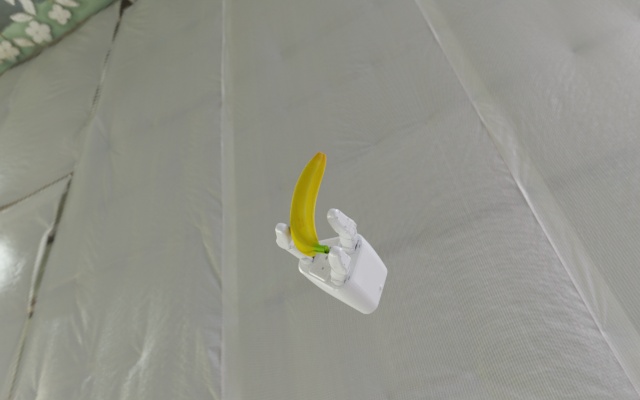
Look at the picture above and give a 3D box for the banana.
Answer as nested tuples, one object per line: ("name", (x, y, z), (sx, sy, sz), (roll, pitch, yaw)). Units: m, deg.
("banana", (-0.016, 0.012, 0.719), (0.069, 0.197, 0.037), (-23, -44, 22))
